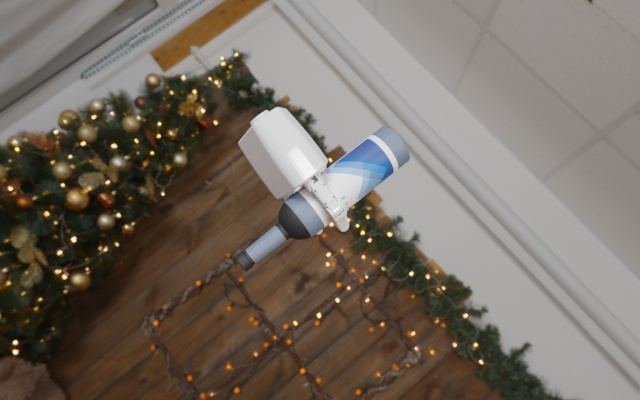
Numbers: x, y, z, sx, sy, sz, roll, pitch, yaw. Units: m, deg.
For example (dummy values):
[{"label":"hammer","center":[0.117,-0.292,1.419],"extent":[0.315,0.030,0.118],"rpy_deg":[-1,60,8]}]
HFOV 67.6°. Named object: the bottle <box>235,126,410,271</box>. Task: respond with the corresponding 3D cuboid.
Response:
[{"label":"bottle","center":[0.000,0.002,0.707],"extent":[0.295,0.069,0.069],"rpy_deg":[-38,7,-9]}]
